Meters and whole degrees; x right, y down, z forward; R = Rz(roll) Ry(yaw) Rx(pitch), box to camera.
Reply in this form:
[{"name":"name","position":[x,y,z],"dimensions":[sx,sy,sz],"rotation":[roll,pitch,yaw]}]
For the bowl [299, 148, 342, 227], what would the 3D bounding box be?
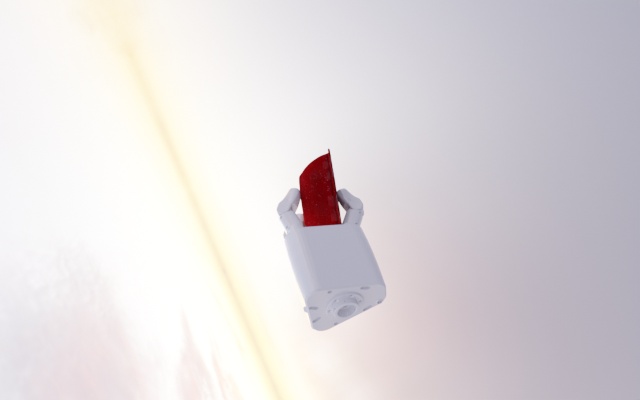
[{"name":"bowl","position":[0.000,0.002,0.745],"dimensions":[0.055,0.162,0.162],"rotation":[-8,0,2]}]
